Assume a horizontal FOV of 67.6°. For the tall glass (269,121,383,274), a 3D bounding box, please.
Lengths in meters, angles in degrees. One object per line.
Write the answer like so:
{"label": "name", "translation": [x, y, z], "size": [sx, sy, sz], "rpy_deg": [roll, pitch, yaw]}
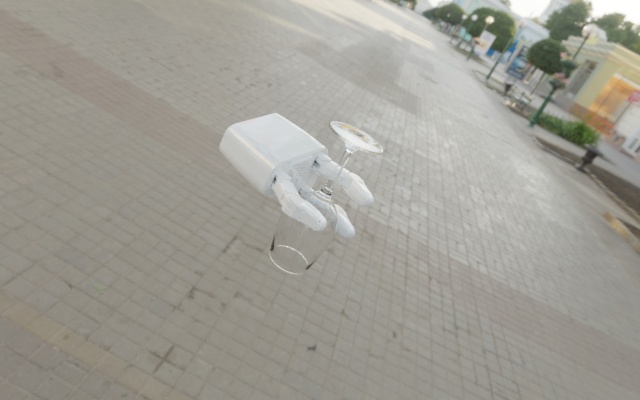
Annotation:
{"label": "tall glass", "translation": [0.000, 0.002, 0.623], "size": [0.079, 0.201, 0.079], "rpy_deg": [23, 24, -11]}
